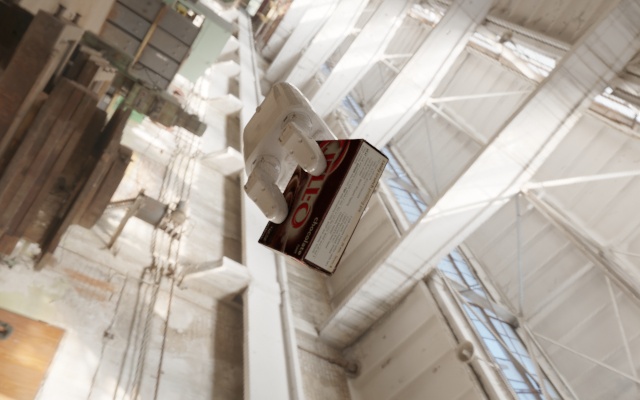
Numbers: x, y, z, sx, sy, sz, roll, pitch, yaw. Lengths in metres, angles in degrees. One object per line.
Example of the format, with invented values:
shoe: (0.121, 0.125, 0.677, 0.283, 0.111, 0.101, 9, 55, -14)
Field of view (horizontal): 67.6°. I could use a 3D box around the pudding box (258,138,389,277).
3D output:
pudding box: (0.000, 0.001, 0.417, 0.039, 0.113, 0.090, 29, -10, -27)
